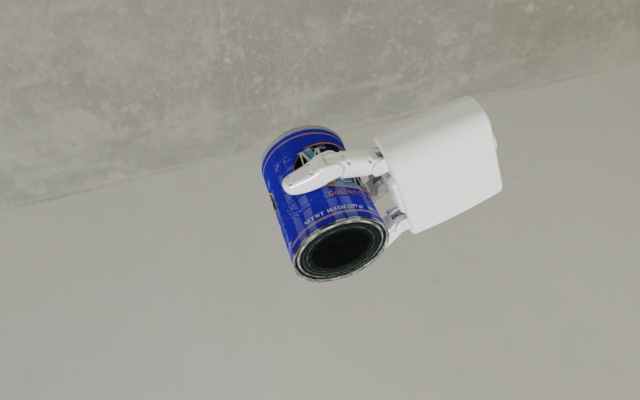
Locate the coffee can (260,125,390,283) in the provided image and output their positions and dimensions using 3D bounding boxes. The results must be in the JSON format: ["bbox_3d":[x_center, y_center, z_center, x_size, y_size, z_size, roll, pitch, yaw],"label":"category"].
[{"bbox_3d":[0.000,0.002,0.517,0.103,0.140,0.103,-14,-39,-11],"label":"coffee can"}]
